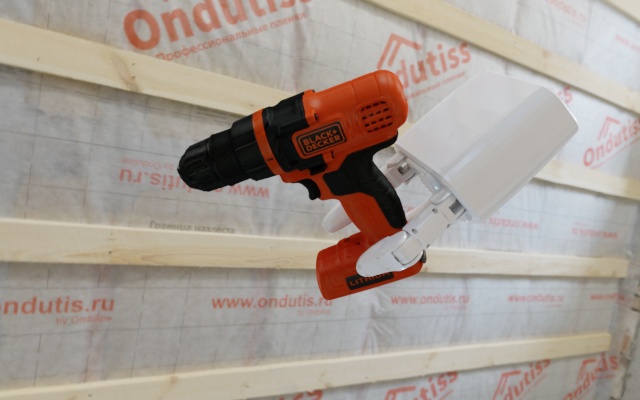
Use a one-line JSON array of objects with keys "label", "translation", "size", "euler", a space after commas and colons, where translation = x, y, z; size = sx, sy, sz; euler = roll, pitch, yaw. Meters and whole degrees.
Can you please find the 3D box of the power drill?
[{"label": "power drill", "translation": [0.000, 0.002, 0.402], "size": [0.184, 0.188, 0.057], "euler": [-18, 36, 12]}]
